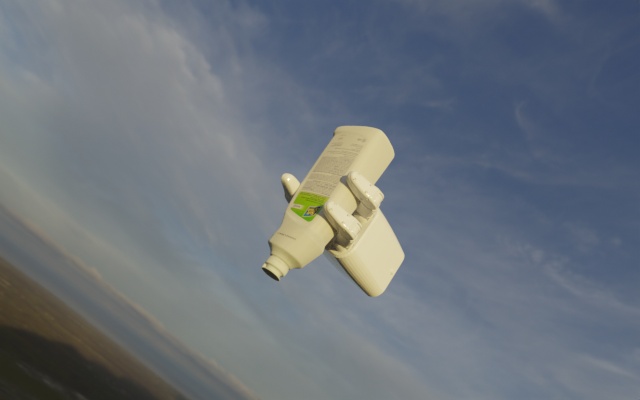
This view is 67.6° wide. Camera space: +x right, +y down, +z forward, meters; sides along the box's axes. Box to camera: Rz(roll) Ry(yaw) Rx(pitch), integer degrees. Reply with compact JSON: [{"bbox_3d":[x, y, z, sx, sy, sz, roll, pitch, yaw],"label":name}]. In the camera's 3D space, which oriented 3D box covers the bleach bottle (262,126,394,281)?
[{"bbox_3d":[0.000,0.002,0.665,0.102,0.250,0.068,10,-36,46],"label":"bleach bottle"}]
